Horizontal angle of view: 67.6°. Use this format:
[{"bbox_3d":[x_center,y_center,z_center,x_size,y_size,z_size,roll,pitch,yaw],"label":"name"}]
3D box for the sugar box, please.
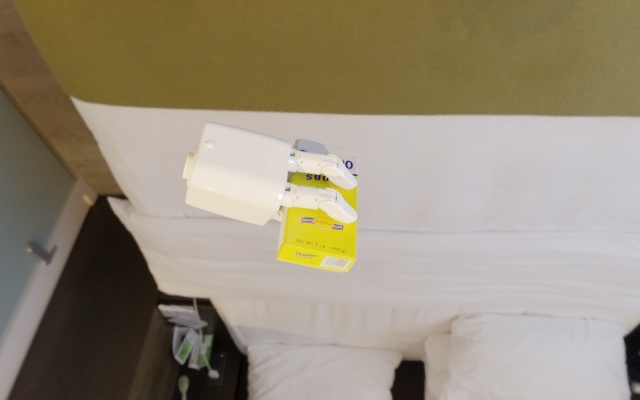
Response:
[{"bbox_3d":[0.000,0.002,0.625,0.093,0.176,0.048,13,-36,-13],"label":"sugar box"}]
